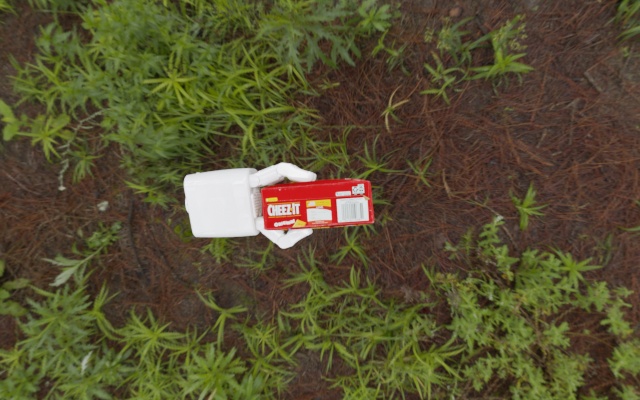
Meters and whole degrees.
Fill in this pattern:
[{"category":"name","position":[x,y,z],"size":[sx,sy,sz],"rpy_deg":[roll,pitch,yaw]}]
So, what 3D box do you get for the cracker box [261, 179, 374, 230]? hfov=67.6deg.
[{"category":"cracker box","position":[0.000,0.003,0.797],"size":[0.164,0.072,0.213],"rpy_deg":[-4,2,3]}]
